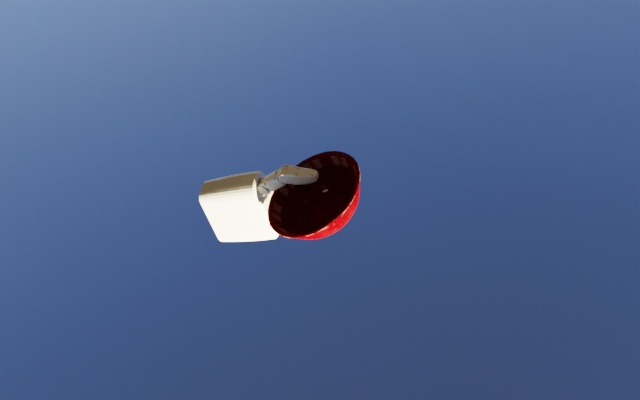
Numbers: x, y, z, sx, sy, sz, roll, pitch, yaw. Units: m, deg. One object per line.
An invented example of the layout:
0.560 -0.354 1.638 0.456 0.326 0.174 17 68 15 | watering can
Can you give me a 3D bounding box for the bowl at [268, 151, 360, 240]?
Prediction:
0.001 0.003 0.730 0.162 0.162 0.055 0 -36 39 | bowl
